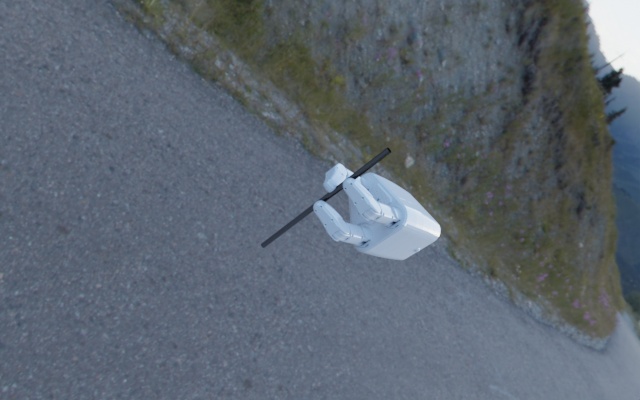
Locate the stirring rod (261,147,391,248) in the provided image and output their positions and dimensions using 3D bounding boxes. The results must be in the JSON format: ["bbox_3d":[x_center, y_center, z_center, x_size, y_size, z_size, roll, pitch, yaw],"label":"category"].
[{"bbox_3d":[0.000,0.002,0.645,0.239,0.011,0.011,-37,-20,28],"label":"stirring rod"}]
